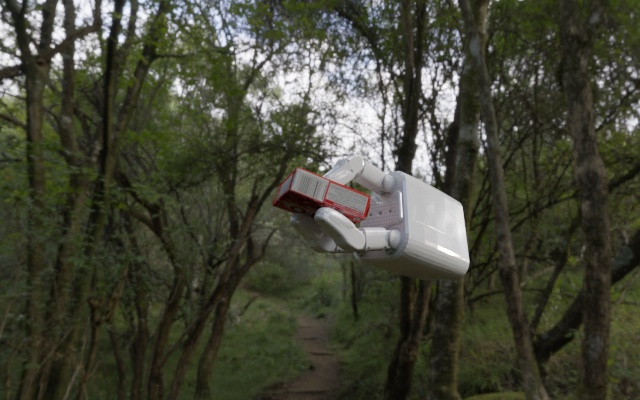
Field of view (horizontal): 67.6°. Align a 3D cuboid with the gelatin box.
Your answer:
[{"bbox_3d":[0.000,0.001,0.520,0.089,0.030,0.073,21,-19,-14],"label":"gelatin box"}]
